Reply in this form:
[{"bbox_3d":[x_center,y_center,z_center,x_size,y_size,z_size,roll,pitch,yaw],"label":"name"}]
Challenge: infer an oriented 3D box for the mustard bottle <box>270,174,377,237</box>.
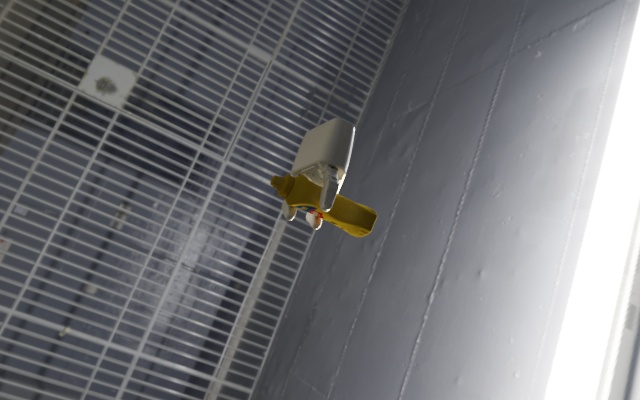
[{"bbox_3d":[0.000,0.003,0.848,0.191,0.058,0.096,26,-7,-17],"label":"mustard bottle"}]
